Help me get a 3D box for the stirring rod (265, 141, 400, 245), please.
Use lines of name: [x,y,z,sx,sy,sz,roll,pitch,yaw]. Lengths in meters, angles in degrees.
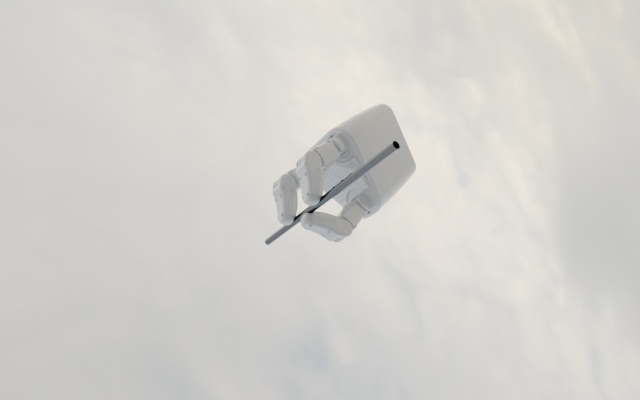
stirring rod: [0.000,0.002,0.498,0.011,0.011,0.240,0,-24,-36]
